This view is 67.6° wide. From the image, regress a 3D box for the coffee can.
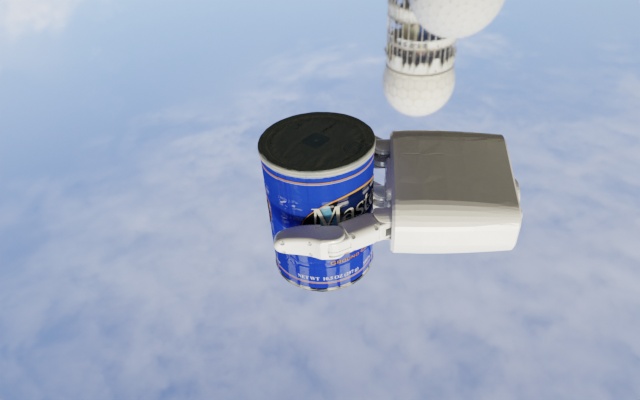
[{"bbox_3d":[0.000,0.001,0.456,0.103,0.140,0.102,-2,38,2],"label":"coffee can"}]
